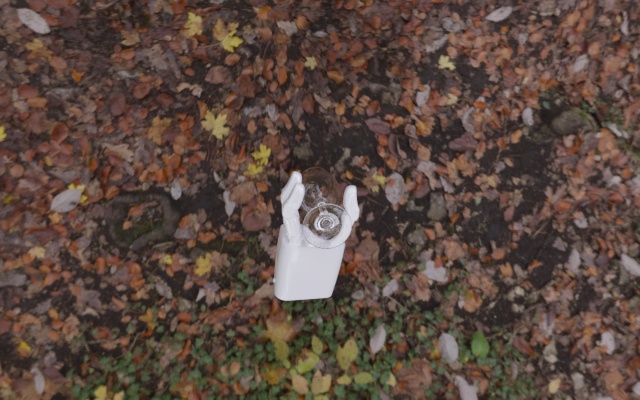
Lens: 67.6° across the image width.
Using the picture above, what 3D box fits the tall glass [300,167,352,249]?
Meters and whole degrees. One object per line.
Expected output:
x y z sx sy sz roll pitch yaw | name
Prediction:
0.000 0.003 0.800 0.079 0.079 0.201 0 22 -6 | tall glass
